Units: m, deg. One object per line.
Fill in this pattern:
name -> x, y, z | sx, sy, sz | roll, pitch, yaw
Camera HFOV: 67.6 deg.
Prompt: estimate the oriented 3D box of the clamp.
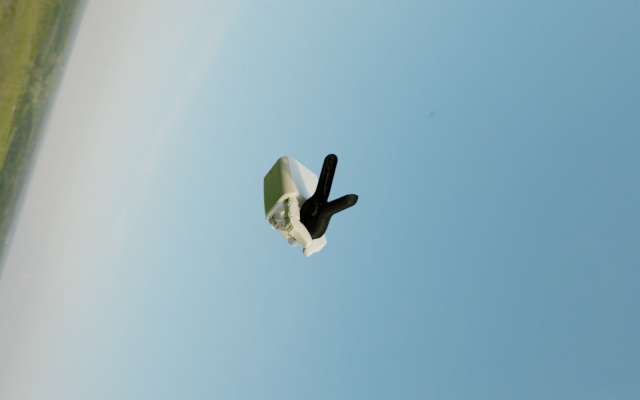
clamp -> 0.001, 0.003, 0.850 | 0.039, 0.120, 0.171 | 18, -48, -31
